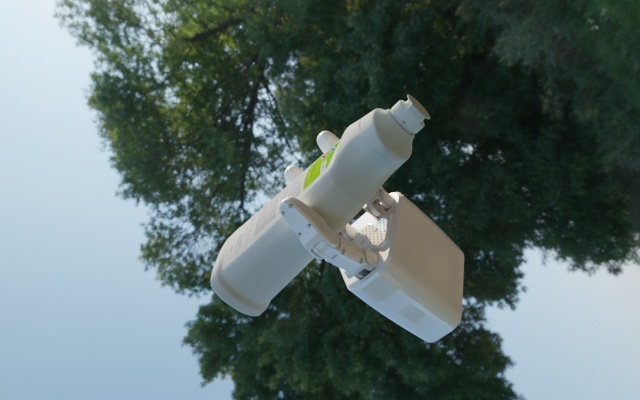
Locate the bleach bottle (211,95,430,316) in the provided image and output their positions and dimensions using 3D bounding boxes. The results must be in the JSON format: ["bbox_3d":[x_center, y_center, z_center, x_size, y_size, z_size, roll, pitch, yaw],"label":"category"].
[{"bbox_3d":[0.000,0.001,0.452,0.068,0.251,0.102,39,26,-18],"label":"bleach bottle"}]
